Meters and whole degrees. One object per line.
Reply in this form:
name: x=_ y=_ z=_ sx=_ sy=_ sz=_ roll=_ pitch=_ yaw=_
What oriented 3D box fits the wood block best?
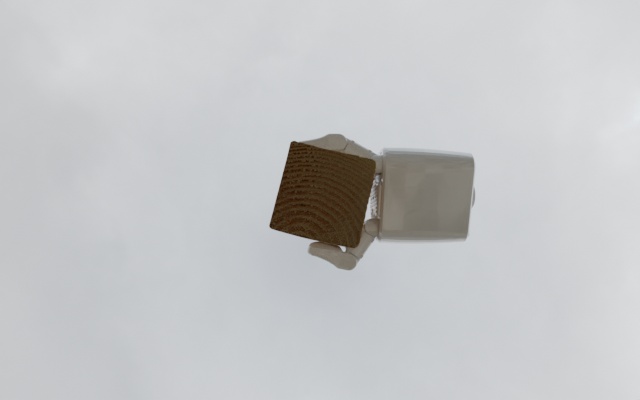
wood block: x=0.000 y=0.002 z=0.561 sx=0.090 sy=0.091 sz=0.206 roll=13 pitch=-5 yaw=0
